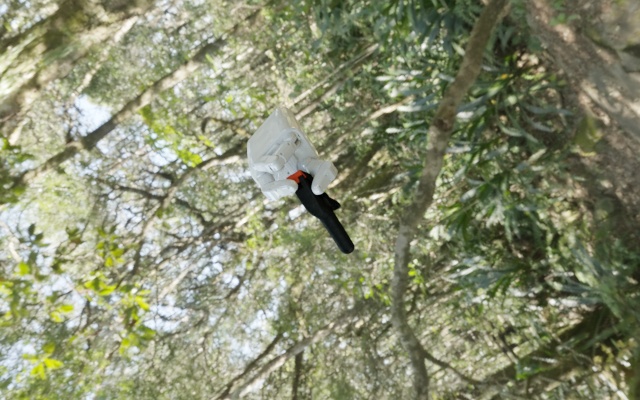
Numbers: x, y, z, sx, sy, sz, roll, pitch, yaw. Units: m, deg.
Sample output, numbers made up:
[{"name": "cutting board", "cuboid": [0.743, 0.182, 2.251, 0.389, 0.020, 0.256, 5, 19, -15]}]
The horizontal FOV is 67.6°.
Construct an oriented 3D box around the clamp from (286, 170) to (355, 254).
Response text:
[{"name": "clamp", "cuboid": [0.000, 0.003, 0.799, 0.039, 0.171, 0.120, -32, 34, 7]}]
